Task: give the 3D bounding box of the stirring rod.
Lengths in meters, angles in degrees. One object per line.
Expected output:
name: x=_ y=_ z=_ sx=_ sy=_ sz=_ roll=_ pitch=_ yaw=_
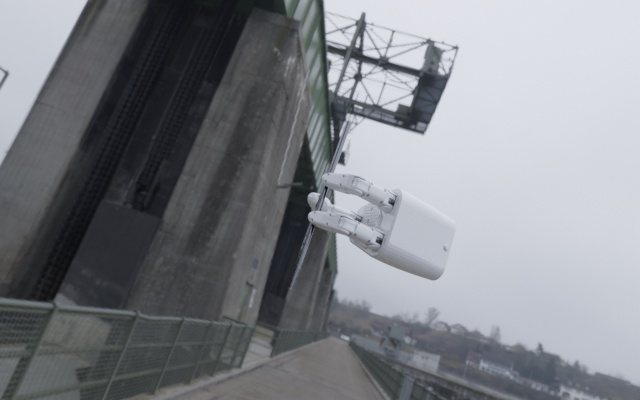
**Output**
stirring rod: x=0.000 y=0.002 z=0.631 sx=0.011 sy=0.239 sz=0.011 roll=18 pitch=-14 yaw=5
